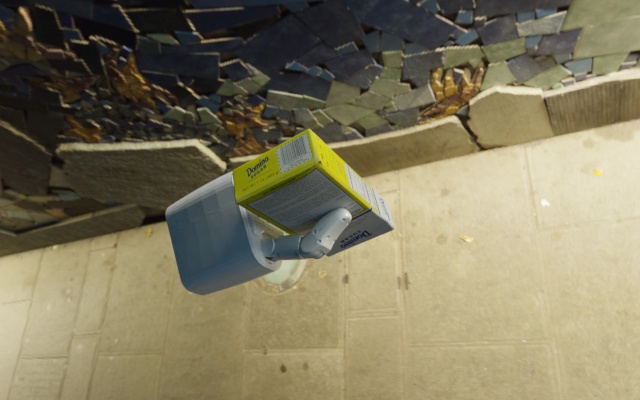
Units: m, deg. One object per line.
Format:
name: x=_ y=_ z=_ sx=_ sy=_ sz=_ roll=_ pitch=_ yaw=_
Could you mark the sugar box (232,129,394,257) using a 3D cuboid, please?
sugar box: x=0.000 y=0.001 z=0.502 sx=0.093 sy=0.048 sz=0.176 roll=-25 pitch=-31 yaw=20
